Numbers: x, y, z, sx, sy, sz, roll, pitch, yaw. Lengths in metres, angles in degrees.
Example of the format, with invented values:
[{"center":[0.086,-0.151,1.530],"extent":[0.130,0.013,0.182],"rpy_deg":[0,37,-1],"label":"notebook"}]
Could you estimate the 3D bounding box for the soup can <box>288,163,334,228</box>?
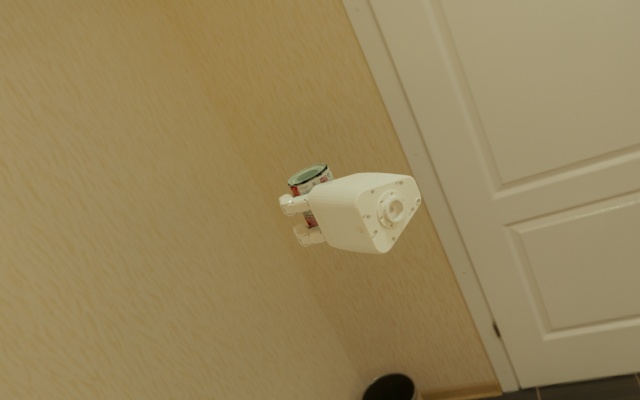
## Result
[{"center":[0.000,0.002,0.734],"extent":[0.068,0.102,0.068],"rpy_deg":[-23,19,8],"label":"soup can"}]
